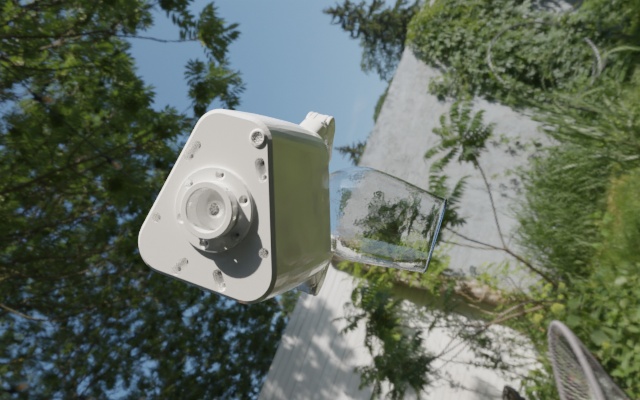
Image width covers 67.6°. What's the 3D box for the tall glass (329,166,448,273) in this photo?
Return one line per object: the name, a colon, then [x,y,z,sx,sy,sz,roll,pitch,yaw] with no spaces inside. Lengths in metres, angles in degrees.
tall glass: [-0.001,0.001,0.404,0.201,0.079,0.079,16,4,15]
